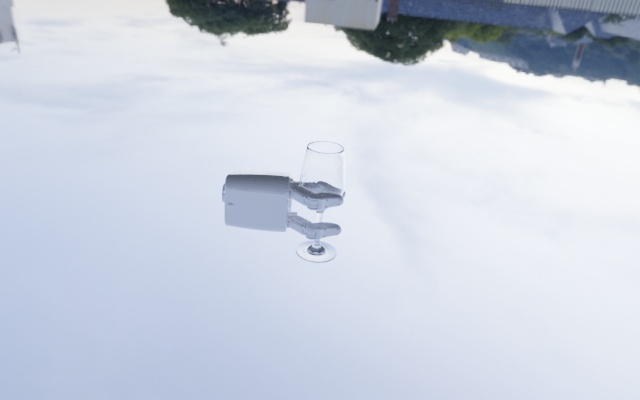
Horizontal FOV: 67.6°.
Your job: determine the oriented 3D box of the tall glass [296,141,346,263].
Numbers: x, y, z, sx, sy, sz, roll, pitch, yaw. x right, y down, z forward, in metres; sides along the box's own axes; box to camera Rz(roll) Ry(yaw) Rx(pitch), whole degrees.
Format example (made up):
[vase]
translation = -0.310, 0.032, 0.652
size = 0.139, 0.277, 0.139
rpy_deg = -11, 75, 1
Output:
[tall glass]
translation = 0.000, 0.003, 0.819
size = 0.079, 0.201, 0.079
rpy_deg = 5, 25, -2
